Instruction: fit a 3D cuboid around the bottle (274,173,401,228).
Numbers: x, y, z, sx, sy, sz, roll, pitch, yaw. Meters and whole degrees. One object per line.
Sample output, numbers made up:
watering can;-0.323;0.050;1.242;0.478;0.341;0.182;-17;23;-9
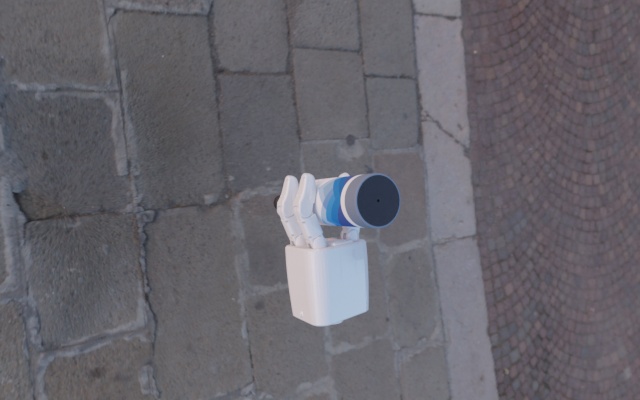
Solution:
bottle;0.000;0.002;0.699;0.069;0.069;0.295;0;-1;-28
